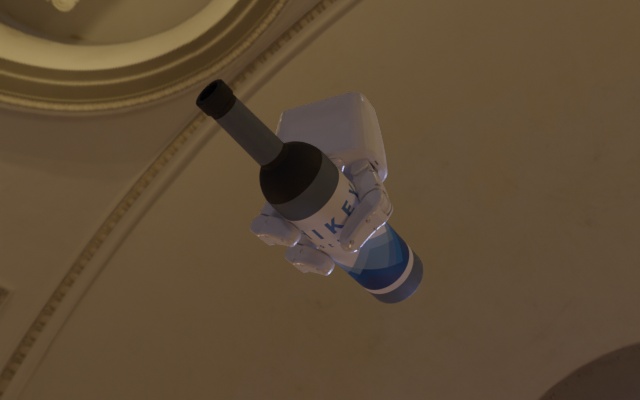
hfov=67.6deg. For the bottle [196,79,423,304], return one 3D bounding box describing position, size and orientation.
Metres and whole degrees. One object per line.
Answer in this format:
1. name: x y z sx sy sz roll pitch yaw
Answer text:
1. bottle: 0.000 0.002 0.447 0.069 0.069 0.296 0 -35 44
